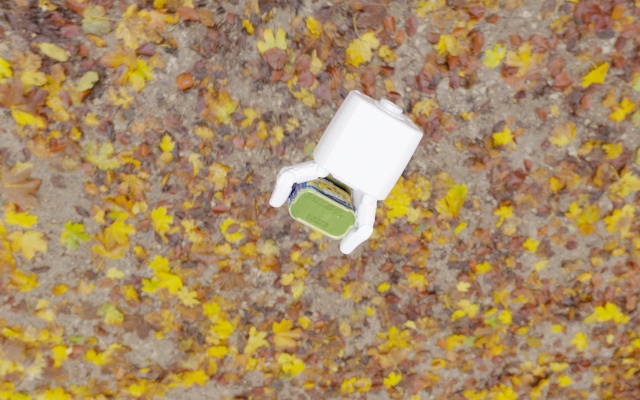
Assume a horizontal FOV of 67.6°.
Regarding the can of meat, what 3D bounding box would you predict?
[{"bbox_3d":[0.000,0.002,0.696,0.102,0.057,0.084,28,20,-18],"label":"can of meat"}]
